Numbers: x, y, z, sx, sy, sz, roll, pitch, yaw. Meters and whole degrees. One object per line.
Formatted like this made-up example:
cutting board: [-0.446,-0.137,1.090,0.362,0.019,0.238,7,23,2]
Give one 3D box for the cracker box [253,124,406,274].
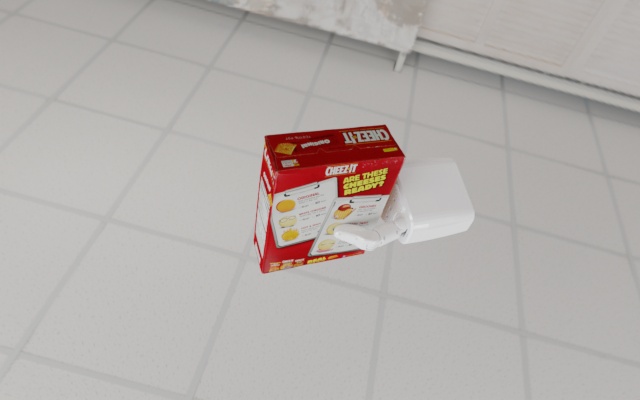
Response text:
cracker box: [0.000,0.002,0.642,0.164,0.072,0.214,-8,-38,-19]
